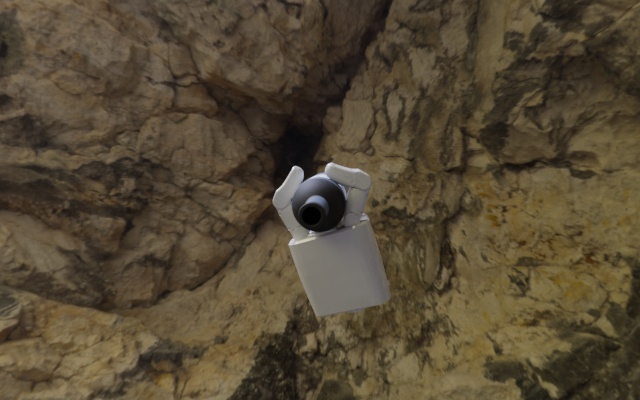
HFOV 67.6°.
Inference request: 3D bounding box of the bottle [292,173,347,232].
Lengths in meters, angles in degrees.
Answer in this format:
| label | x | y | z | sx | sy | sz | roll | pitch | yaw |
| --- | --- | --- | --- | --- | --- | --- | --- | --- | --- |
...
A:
| label | x | y | z | sx | sy | sz | roll | pitch | yaw |
| --- | --- | --- | --- | --- | --- | --- | --- | --- | --- |
| bottle | 0.000 | 0.002 | 0.618 | 0.069 | 0.069 | 0.295 | 0 | 5 | 3 |
